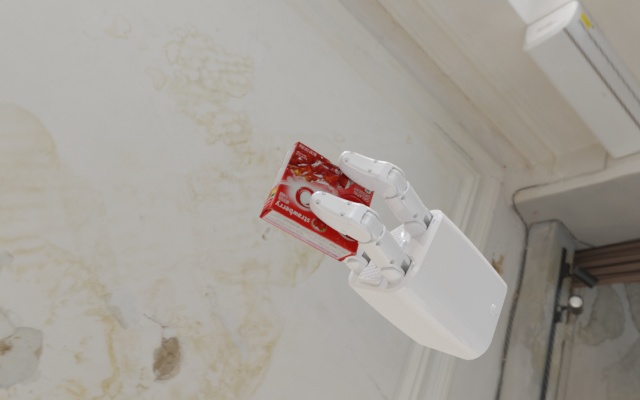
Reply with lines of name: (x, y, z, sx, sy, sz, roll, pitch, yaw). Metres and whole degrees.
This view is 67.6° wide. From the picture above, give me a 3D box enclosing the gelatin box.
gelatin box: (0.000, 0.001, 0.425, 0.089, 0.073, 0.030, 30, -32, -17)
